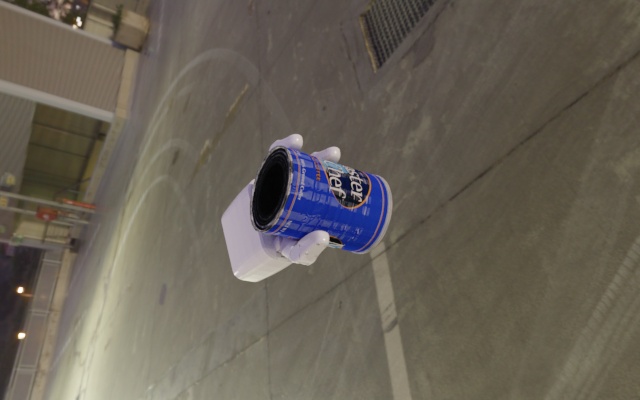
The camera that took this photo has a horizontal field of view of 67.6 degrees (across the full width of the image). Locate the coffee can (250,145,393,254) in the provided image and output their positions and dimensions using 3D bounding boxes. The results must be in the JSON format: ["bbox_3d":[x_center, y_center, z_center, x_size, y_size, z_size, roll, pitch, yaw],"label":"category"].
[{"bbox_3d":[0.000,0.002,0.575,0.140,0.103,0.103,15,-7,-29],"label":"coffee can"}]
